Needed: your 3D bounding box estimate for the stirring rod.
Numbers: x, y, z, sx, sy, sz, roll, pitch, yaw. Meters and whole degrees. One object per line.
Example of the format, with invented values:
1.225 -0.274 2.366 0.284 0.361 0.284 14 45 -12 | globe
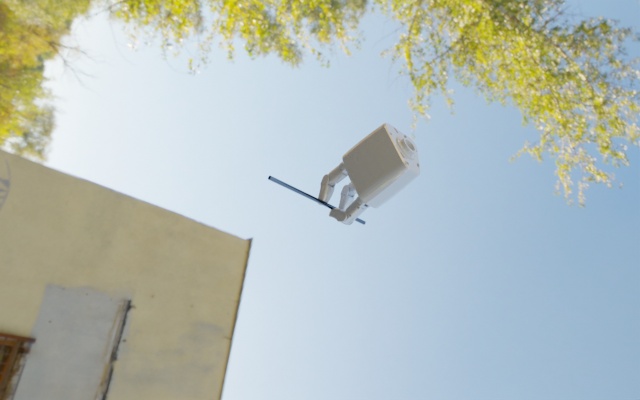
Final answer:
0.000 0.003 0.889 0.239 0.011 0.011 26 -16 -36 | stirring rod
